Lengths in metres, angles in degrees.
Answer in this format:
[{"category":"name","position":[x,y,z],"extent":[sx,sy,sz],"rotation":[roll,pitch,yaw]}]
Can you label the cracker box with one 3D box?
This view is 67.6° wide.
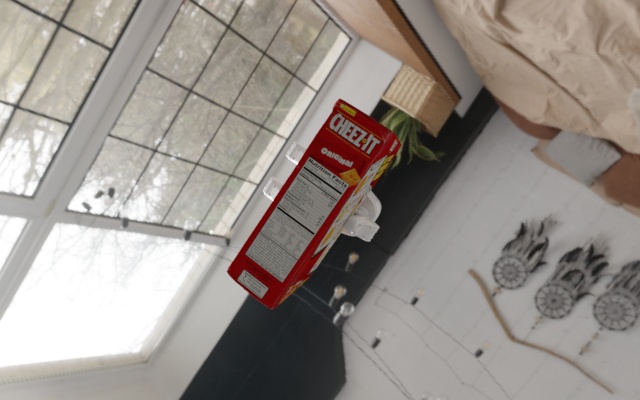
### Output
[{"category":"cracker box","position":[0.000,0.002,0.540],"extent":[0.072,0.214,0.164],"rotation":[35,9,9]}]
